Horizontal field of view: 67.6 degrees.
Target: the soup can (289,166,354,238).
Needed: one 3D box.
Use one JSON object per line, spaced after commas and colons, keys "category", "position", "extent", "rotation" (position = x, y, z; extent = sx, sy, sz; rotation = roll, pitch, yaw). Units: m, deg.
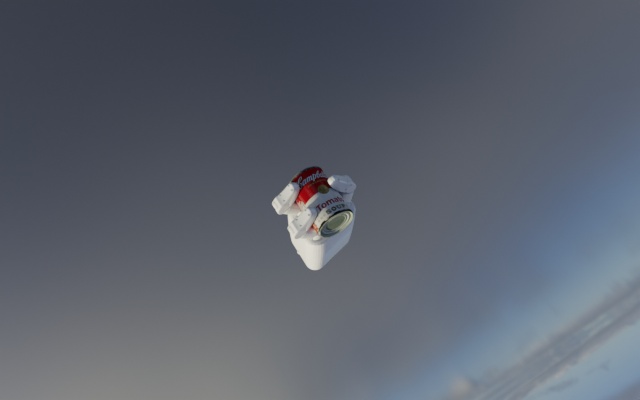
{"category": "soup can", "position": [0.000, 0.002, 0.786], "extent": [0.068, 0.102, 0.069], "rotation": [-26, -30, -16]}
